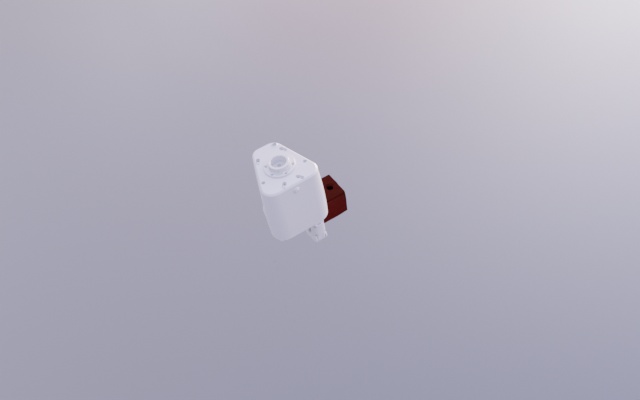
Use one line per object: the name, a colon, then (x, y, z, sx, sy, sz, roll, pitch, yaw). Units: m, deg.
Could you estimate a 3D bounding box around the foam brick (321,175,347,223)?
foam brick: (0.000, 0.003, 0.824, 0.078, 0.051, 0.053, -29, 52, -15)
